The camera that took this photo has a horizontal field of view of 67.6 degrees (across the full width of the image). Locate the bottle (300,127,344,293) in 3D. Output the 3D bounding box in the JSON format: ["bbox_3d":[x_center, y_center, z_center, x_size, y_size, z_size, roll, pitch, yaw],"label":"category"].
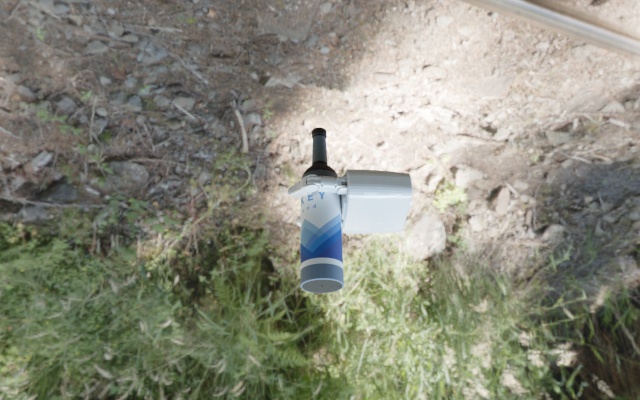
[{"bbox_3d":[0.000,0.003,0.798,0.069,0.295,0.069,-1,-29,0],"label":"bottle"}]
